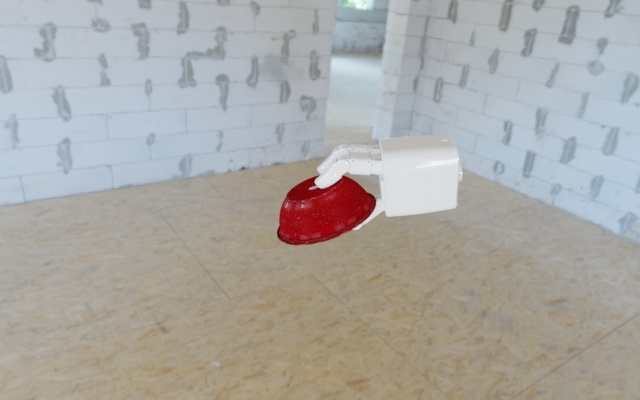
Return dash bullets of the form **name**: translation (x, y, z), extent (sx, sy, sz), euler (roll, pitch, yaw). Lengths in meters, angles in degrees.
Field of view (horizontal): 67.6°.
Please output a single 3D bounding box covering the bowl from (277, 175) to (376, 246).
- **bowl**: translation (-0.001, 0.002, 0.724), extent (0.162, 0.055, 0.162), euler (-18, 22, 7)
